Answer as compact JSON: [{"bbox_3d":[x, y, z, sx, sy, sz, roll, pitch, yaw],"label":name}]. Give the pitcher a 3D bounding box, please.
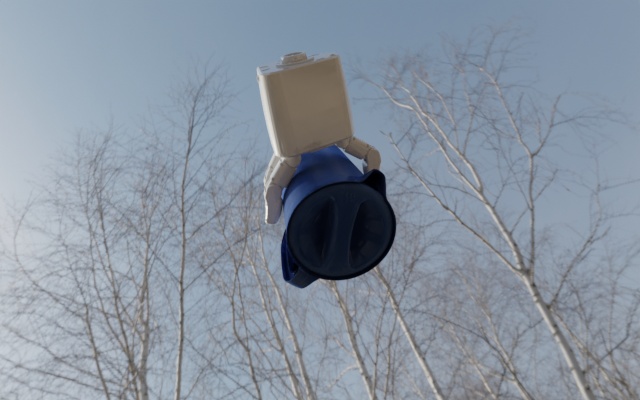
[{"bbox_3d":[0.000,0.002,0.668,0.149,0.145,0.242,-14,25,-4],"label":"pitcher"}]
